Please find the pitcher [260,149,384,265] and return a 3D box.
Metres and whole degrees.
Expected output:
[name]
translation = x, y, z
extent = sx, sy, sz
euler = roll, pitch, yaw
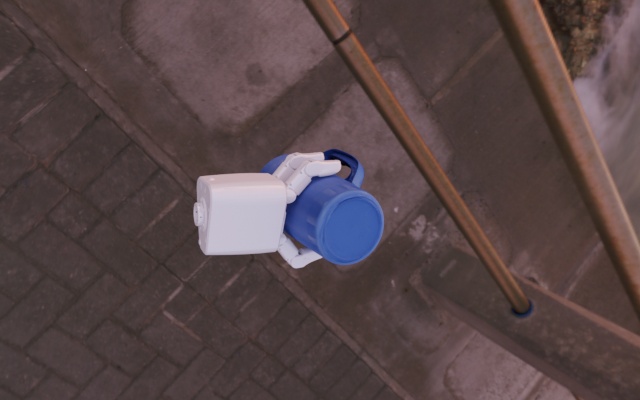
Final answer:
[pitcher]
translation = 0.000, 0.003, 0.747
extent = 0.145, 0.149, 0.242
euler = -1, 14, -26
